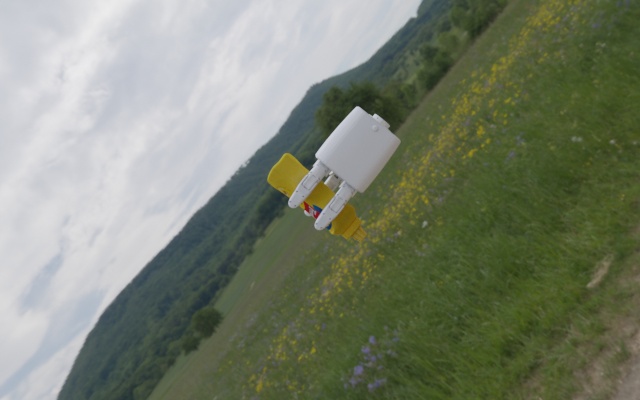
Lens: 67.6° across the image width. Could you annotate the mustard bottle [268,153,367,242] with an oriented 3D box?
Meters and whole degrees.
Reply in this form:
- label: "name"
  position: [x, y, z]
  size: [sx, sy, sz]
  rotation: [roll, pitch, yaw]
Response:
- label: "mustard bottle"
  position: [0.000, 0.003, 0.810]
  size: [0.191, 0.058, 0.096]
  rotation: [39, -16, 0]
